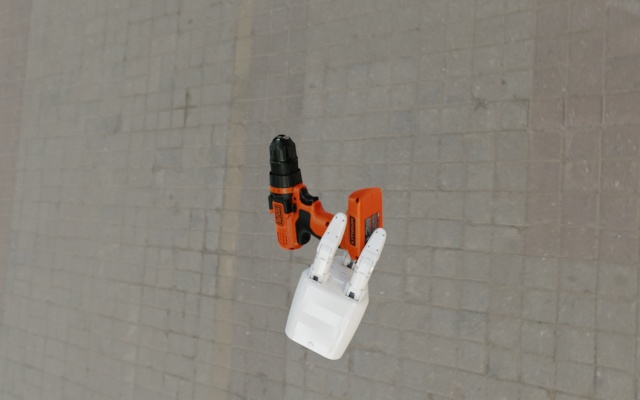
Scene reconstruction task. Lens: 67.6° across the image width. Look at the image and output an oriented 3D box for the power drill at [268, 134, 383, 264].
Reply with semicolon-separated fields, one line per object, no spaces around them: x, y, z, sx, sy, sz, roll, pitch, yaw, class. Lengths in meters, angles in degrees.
0.000;0.003;0.694;0.187;0.184;0.057;15;31;40;power drill
